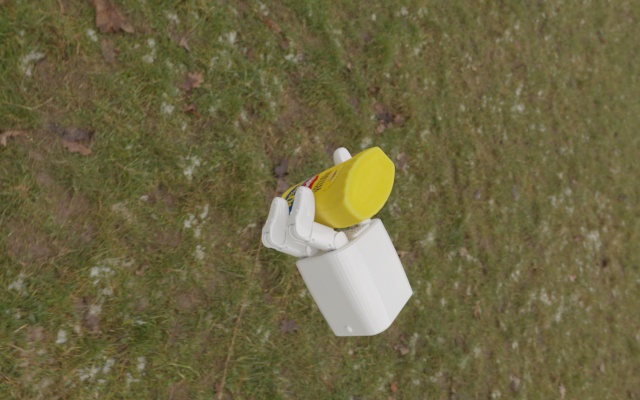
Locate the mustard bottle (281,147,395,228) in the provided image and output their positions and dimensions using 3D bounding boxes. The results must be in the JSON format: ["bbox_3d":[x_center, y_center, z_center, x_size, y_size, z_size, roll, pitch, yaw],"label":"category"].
[{"bbox_3d":[0.000,0.002,0.585,0.058,0.096,0.192,44,-35,-18],"label":"mustard bottle"}]
